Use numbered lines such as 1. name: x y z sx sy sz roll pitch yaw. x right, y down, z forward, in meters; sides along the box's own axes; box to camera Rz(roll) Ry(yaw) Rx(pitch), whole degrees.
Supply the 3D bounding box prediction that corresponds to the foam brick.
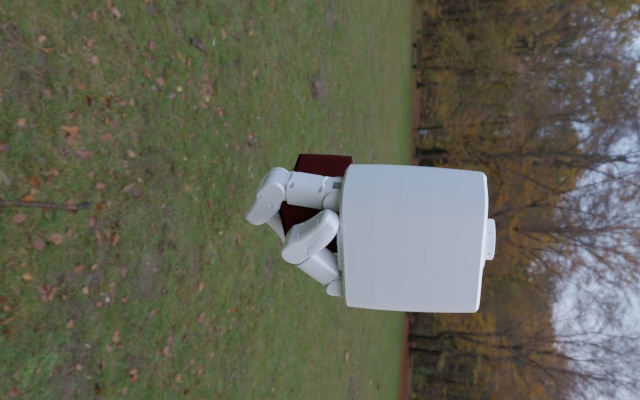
1. foam brick: 0.000 0.001 0.427 0.051 0.053 0.078 2 41 13
